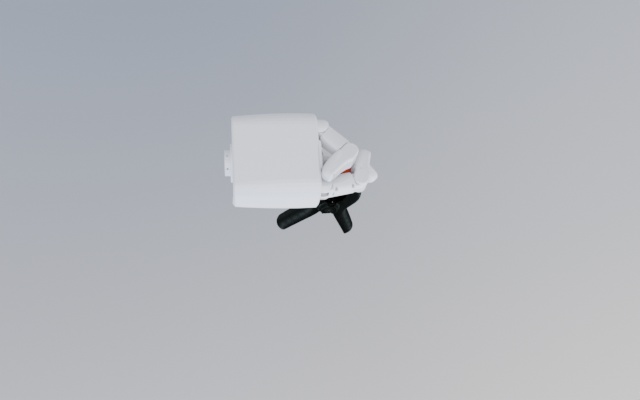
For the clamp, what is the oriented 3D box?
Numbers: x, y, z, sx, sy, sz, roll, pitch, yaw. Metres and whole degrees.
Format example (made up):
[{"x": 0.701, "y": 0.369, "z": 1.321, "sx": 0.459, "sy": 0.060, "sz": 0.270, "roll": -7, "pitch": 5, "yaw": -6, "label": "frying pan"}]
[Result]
[{"x": 0.000, "y": 0.003, "z": 0.688, "sx": 0.120, "sy": 0.039, "sz": 0.172, "roll": -5, "pitch": -32, "yaw": -12, "label": "clamp"}]
